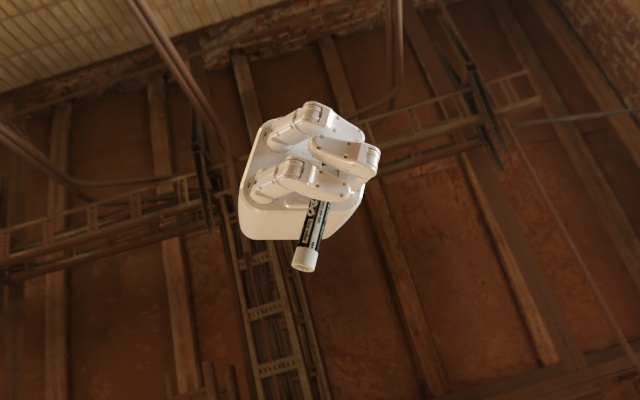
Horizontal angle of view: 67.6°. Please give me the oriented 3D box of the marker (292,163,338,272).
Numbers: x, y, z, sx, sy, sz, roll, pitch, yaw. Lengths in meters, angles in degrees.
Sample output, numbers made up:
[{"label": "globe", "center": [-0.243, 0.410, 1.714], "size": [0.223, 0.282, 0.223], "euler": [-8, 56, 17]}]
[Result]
[{"label": "marker", "center": [0.000, 0.001, 0.410], "size": [0.020, 0.121, 0.020], "euler": [13, -23, 6]}]
